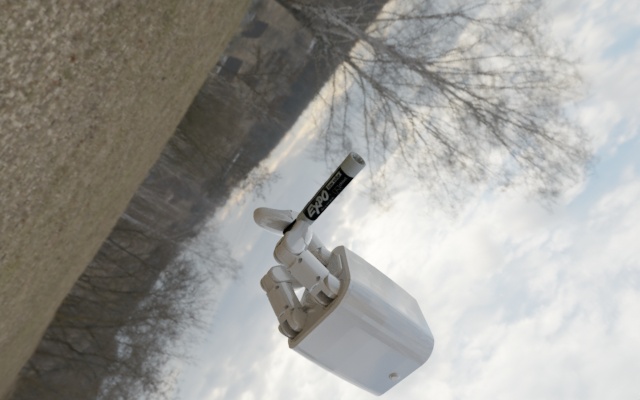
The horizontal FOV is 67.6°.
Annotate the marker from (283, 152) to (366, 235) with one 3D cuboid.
[{"bbox_3d":[0.000,0.001,0.465,0.020,0.020,0.121,0,-41,-49],"label":"marker"}]
